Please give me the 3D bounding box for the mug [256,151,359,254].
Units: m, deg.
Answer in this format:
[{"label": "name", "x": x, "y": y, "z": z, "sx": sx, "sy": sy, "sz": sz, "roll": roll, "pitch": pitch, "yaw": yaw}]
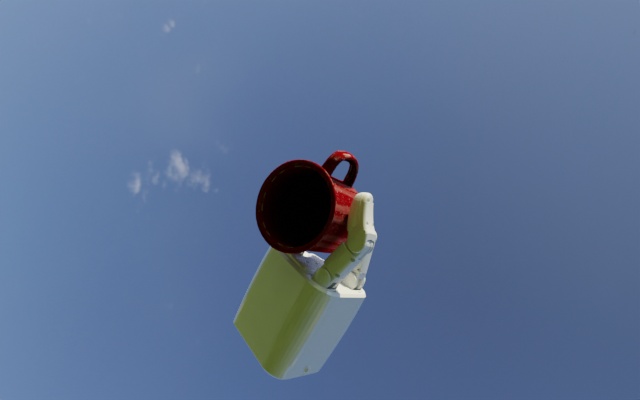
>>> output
[{"label": "mug", "x": 0.001, "y": 0.000, "z": 0.494, "sx": 0.093, "sy": 0.117, "sz": 0.081, "roll": 35, "pitch": 9, "yaw": 31}]
